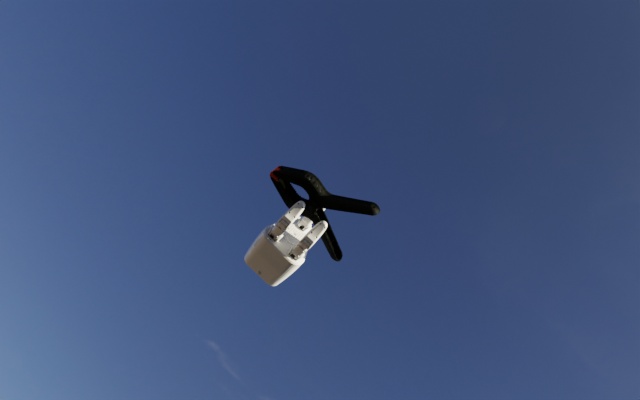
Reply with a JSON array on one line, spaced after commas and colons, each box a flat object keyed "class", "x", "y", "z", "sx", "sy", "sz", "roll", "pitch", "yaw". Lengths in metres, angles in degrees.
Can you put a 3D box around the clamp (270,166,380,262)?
[{"class": "clamp", "x": 0.000, "y": 0.002, "z": 0.876, "sx": 0.165, "sy": 0.210, "sz": 0.036, "roll": -48, "pitch": -1, "yaw": 42}]
